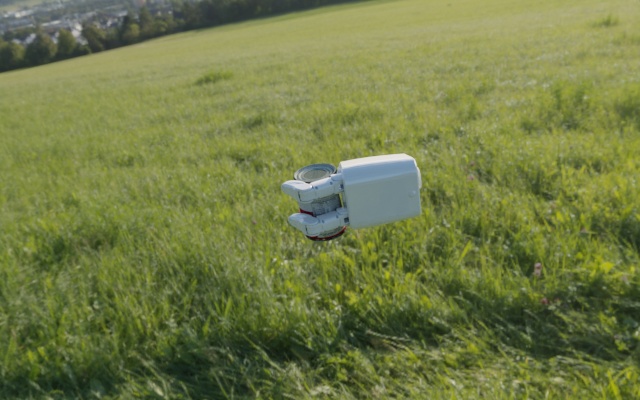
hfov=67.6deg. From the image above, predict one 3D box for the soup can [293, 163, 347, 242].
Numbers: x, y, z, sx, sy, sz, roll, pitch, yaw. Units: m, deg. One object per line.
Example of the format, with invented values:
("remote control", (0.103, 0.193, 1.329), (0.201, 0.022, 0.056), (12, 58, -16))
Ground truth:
("soup can", (0.000, 0.002, 0.731), (0.068, 0.102, 0.068), (-9, 27, 4))
